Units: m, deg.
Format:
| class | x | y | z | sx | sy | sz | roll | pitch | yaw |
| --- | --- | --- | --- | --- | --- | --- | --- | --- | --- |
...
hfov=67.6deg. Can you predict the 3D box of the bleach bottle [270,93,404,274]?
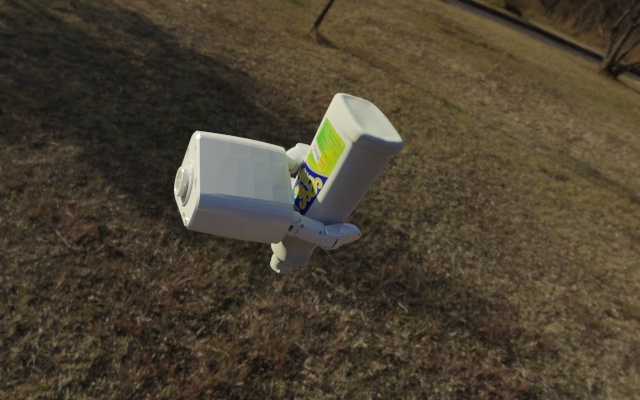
| class | x | y | z | sx | sy | sz | roll | pitch | yaw |
| --- | --- | --- | --- | --- | --- | --- | --- | --- | --- |
| bleach bottle | 0.000 | 0.002 | 0.583 | 0.068 | 0.251 | 0.102 | 10 | 36 | -30 |
